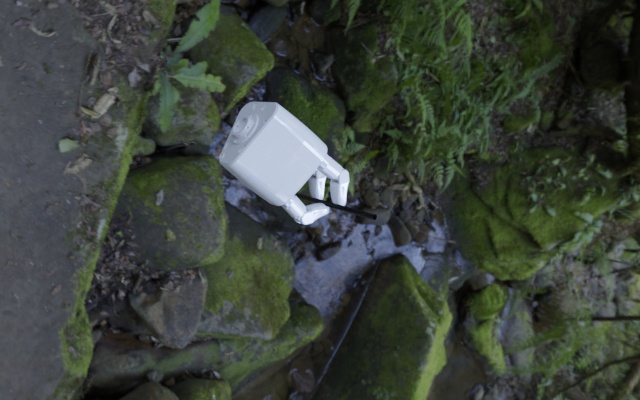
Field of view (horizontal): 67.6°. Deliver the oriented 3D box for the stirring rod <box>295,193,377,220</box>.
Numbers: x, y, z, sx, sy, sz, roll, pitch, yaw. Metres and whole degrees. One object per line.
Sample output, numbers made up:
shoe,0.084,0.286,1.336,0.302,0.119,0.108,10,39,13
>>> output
stirring rod,0.000,0.002,0.755,0.011,0.011,0.239,0,10,-40
